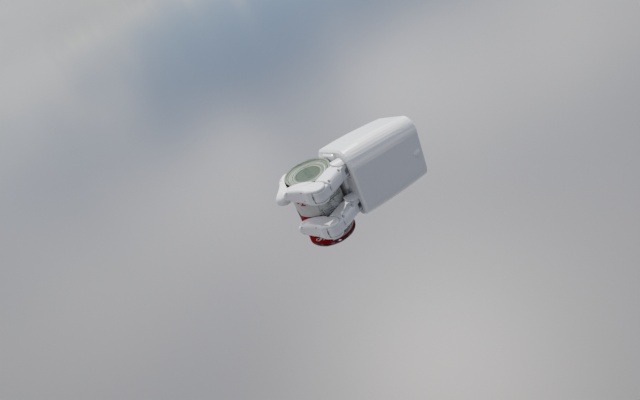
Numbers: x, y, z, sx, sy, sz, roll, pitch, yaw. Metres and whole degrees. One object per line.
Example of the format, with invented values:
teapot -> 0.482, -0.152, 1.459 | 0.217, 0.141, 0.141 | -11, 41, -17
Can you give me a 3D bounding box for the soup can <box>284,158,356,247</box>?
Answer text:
soup can -> 0.000, 0.002, 0.643 | 0.068, 0.102, 0.068 | -17, 32, 11
